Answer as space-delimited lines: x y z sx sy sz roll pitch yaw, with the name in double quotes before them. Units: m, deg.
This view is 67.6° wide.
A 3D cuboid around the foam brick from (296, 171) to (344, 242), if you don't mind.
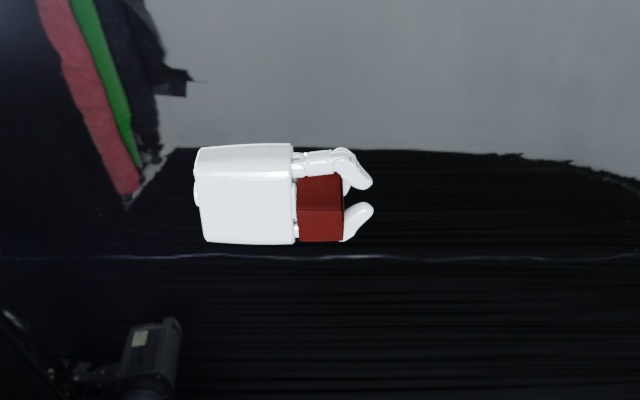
"foam brick" 0.000 0.002 0.540 0.051 0.053 0.078 -1 44 1
